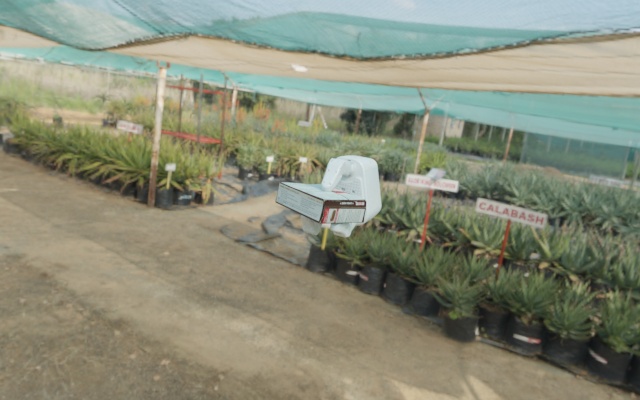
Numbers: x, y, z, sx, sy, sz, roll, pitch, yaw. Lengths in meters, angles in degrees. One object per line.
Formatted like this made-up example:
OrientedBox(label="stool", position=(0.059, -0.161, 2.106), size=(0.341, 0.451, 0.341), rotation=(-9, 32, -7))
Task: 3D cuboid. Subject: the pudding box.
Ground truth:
OrientedBox(label="pudding box", position=(0.000, 0.002, 0.724), size=(0.090, 0.039, 0.113), rotation=(0, 14, -41))
